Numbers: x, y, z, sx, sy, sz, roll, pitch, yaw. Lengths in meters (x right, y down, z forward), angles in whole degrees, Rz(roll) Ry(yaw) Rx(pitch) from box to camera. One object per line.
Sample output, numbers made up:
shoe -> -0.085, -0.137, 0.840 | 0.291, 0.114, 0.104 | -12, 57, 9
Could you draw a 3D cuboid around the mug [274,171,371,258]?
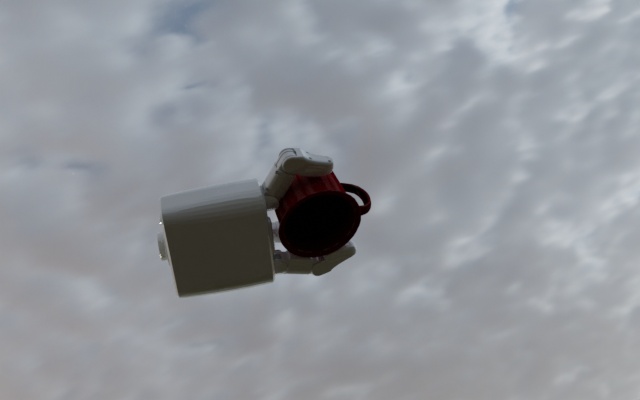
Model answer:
mug -> 0.001, 0.001, 0.545 | 0.117, 0.093, 0.081 | -9, 39, -15
